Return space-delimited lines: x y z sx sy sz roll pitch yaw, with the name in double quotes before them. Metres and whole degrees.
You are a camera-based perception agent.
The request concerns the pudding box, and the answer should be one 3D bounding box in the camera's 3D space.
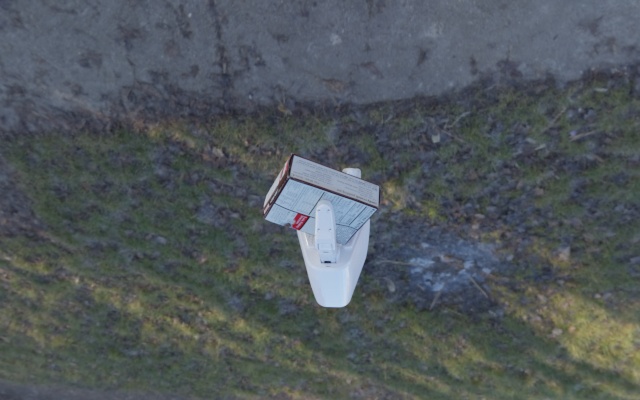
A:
"pudding box" 0.000 0.002 0.550 0.113 0.039 0.090 18 -40 -17
